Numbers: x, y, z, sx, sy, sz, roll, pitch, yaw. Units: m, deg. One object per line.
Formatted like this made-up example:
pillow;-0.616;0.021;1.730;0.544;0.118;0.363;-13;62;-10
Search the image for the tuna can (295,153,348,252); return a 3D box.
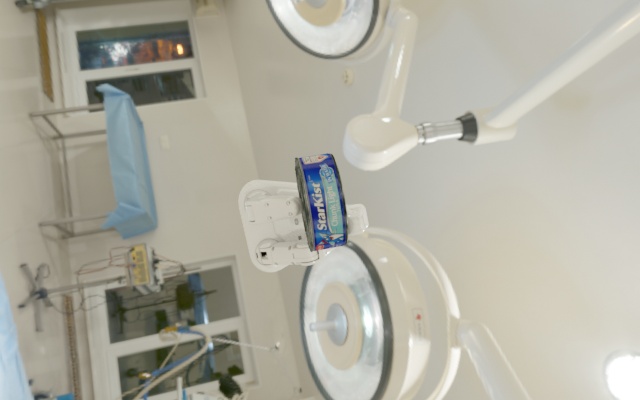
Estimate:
tuna can;0.001;0.001;0.429;0.034;0.086;0.086;-9;1;-5
